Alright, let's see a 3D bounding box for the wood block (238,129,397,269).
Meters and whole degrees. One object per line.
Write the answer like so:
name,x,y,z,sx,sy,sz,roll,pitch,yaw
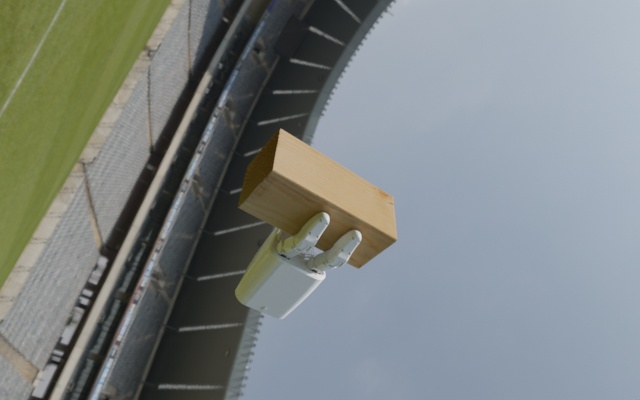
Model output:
wood block,0.000,0.002,0.677,0.206,0.090,0.090,29,-51,-23
